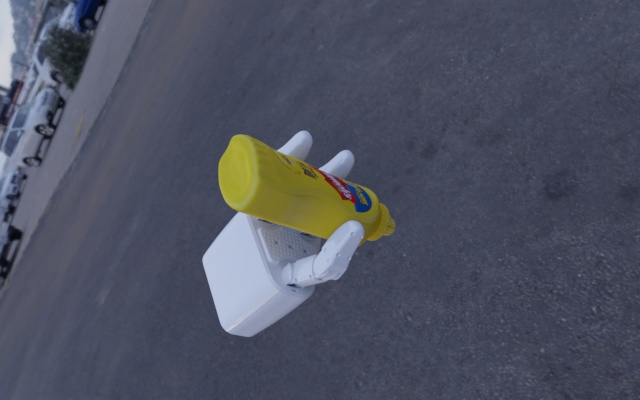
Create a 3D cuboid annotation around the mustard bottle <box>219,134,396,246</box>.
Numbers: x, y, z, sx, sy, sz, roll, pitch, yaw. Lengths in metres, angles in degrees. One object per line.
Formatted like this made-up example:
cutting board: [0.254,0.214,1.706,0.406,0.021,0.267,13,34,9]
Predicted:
mustard bottle: [0.000,0.001,0.465,0.192,0.058,0.096,21,18,-33]
